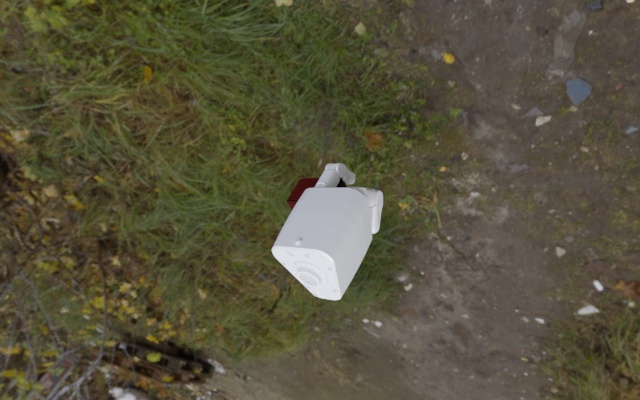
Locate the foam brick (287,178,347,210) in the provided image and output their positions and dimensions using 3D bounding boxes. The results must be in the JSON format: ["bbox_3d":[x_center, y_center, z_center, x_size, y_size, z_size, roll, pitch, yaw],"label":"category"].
[{"bbox_3d":[0.000,0.002,0.706,0.078,0.053,0.051,1,45,35],"label":"foam brick"}]
